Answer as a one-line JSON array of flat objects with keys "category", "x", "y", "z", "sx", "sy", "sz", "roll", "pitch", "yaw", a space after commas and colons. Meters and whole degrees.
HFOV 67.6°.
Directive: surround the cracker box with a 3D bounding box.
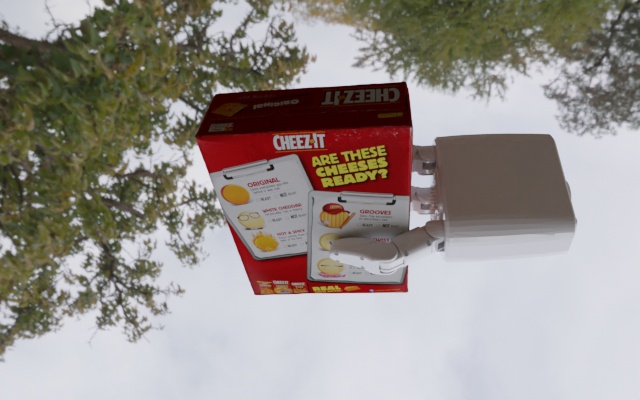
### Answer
[{"category": "cracker box", "x": 0.000, "y": 0.002, "z": 0.443, "sx": 0.164, "sy": 0.072, "sz": 0.214, "roll": -2, "pitch": -45, "yaw": 7}]
